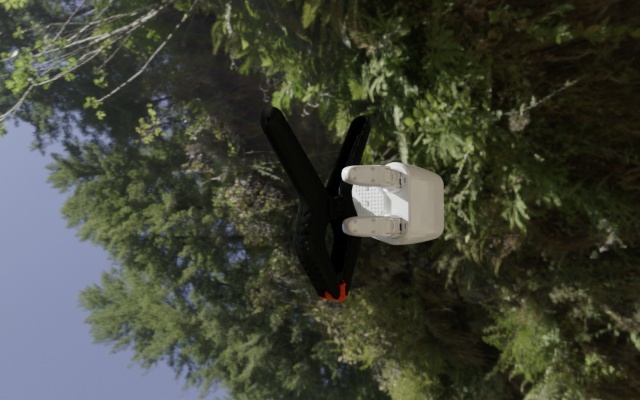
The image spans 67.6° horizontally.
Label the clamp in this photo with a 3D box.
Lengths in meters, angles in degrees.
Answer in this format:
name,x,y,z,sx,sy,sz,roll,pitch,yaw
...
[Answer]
name,x,y,z,sx,sy,sz,roll,pitch,yaw
clamp,0.000,0.002,0.502,0.036,0.210,0.164,-1,-3,41
